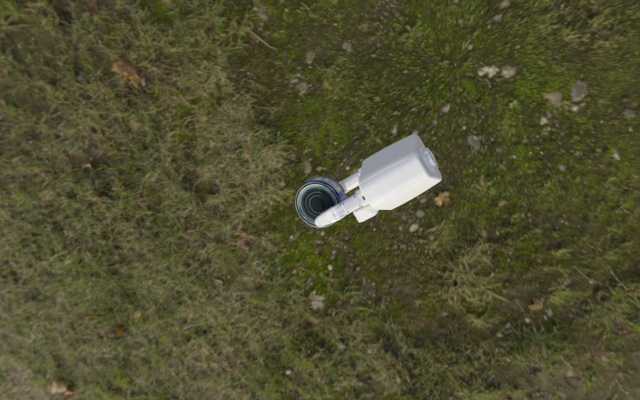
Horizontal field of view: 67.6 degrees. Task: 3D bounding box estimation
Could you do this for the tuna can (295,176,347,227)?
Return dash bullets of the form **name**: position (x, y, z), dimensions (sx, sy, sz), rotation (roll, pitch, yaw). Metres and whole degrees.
- **tuna can**: position (0.000, 0.003, 0.826), dimensions (0.086, 0.086, 0.033), rotation (0, 18, 21)
